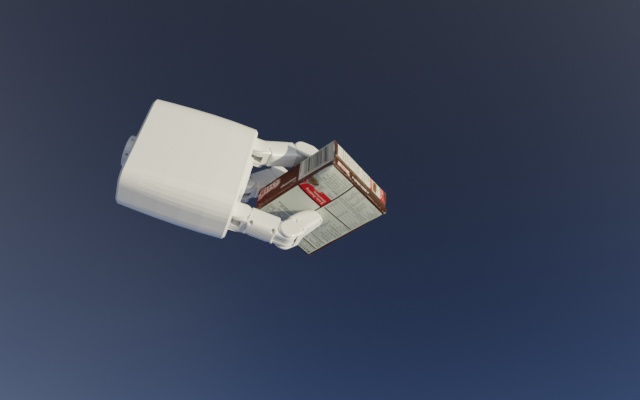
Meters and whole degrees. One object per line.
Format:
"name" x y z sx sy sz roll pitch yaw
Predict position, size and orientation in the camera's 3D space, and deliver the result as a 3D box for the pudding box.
"pudding box" 0.000 0.002 0.514 0.113 0.039 0.090 -30 -57 29
